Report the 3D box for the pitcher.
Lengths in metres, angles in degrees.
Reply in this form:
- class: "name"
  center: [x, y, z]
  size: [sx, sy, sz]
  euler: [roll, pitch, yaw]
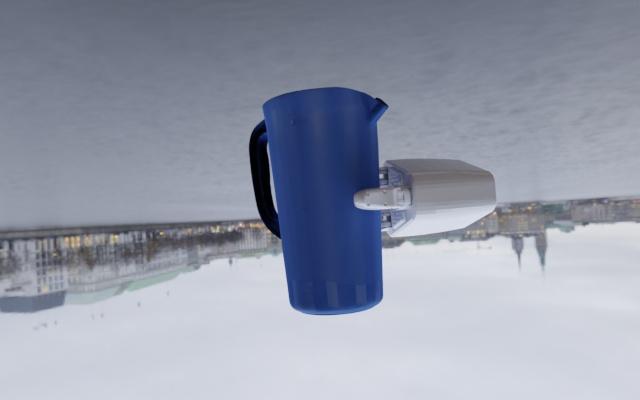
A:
- class: "pitcher"
  center: [0.000, 0.002, 0.555]
  size: [0.145, 0.243, 0.149]
  euler: [-4, -2, -14]
